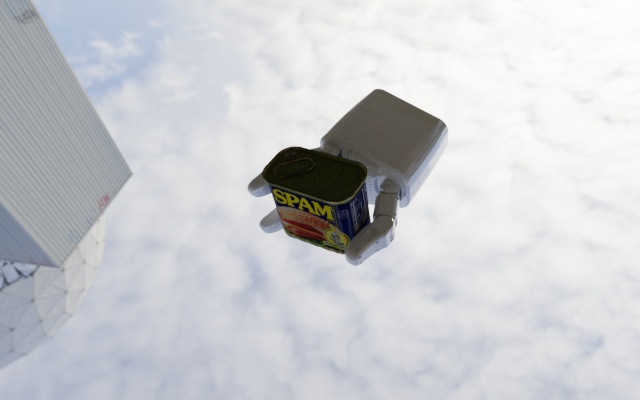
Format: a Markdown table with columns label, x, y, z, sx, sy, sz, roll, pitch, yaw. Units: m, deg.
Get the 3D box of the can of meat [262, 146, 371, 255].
| label | x | y | z | sx | sy | sz | roll | pitch | yaw |
| --- | --- | --- | --- | --- | --- | --- | --- | --- | --- |
| can of meat | 0.000 | 0.002 | 0.481 | 0.102 | 0.084 | 0.057 | 18 | 53 | 28 |
